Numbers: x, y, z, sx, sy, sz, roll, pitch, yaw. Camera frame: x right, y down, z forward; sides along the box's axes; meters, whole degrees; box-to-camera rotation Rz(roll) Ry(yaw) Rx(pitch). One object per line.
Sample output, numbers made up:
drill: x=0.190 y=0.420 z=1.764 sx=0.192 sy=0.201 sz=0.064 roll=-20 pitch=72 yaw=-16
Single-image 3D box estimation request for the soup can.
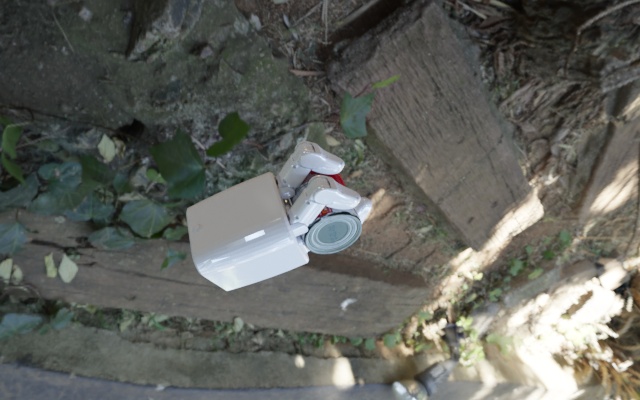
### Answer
soup can: x=0.001 y=0.002 z=0.547 sx=0.068 sy=0.102 sz=0.069 roll=-12 pitch=-42 yaw=-11
